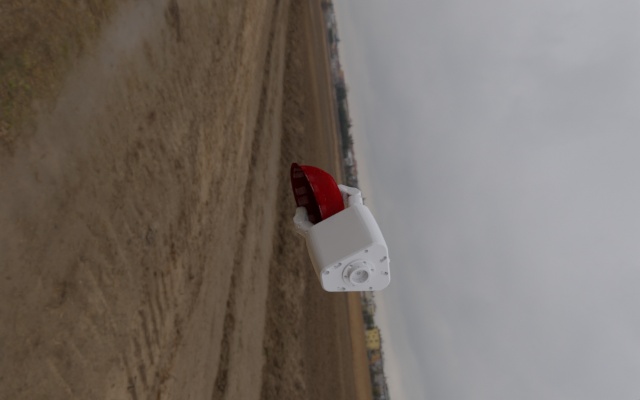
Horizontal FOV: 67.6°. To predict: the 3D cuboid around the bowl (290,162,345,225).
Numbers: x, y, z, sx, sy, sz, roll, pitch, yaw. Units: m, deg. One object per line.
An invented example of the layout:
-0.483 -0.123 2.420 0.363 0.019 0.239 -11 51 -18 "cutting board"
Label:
0.000 0.002 0.845 0.055 0.162 0.162 -19 5 -15 "bowl"
